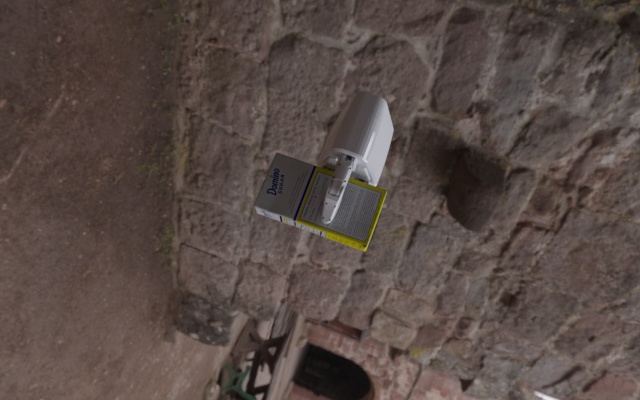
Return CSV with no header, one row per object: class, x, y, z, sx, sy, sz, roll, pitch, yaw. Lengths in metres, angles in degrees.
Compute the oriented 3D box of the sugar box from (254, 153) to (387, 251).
sugar box,0.000,0.002,0.712,0.176,0.093,0.048,19,-16,7
